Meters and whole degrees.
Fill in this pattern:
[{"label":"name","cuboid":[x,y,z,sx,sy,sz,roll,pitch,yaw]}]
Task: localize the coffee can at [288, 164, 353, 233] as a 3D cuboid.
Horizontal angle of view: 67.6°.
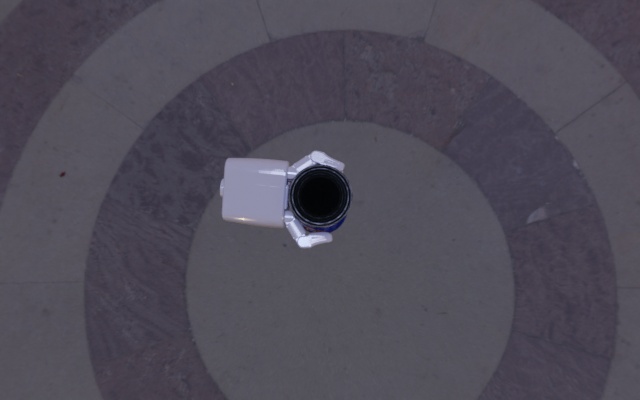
[{"label":"coffee can","cuboid":[0.000,0.003,0.821,0.103,0.103,0.140,0,-9,0]}]
